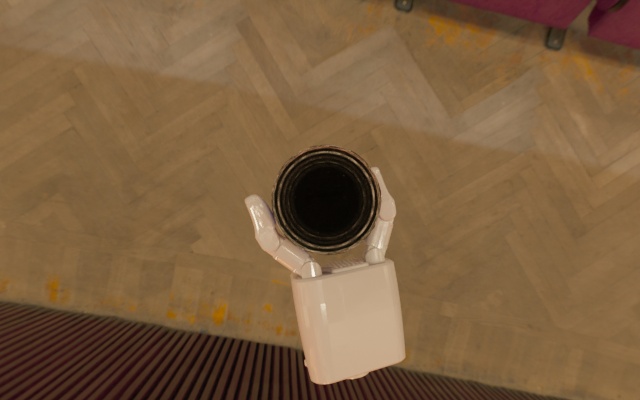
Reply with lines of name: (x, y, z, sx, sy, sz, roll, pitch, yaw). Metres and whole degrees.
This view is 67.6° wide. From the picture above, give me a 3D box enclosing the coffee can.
coffee can: (0.000, 0.001, 0.508, 0.103, 0.103, 0.140, 0, -2, -5)
